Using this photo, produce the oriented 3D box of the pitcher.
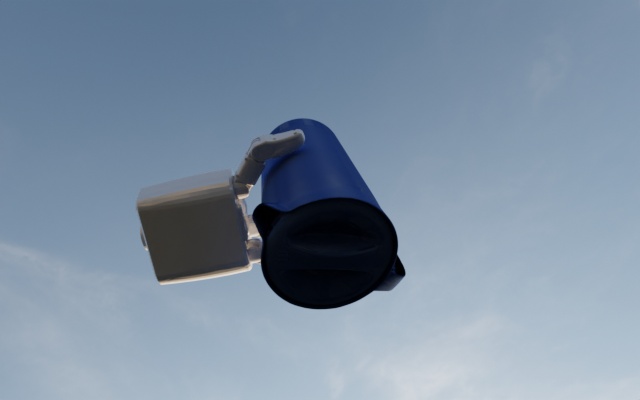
[{"bbox_3d":[0.000,0.002,0.553,0.145,0.149,0.242,-13,32,-2],"label":"pitcher"}]
